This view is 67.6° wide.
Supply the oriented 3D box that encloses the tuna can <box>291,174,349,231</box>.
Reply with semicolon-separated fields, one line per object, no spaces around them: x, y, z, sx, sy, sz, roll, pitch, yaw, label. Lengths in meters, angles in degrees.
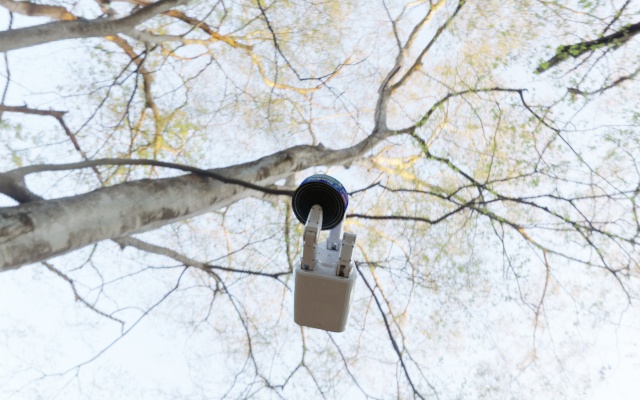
0.000;0.002;0.742;0.086;0.086;0.033;0;26;16;tuna can
